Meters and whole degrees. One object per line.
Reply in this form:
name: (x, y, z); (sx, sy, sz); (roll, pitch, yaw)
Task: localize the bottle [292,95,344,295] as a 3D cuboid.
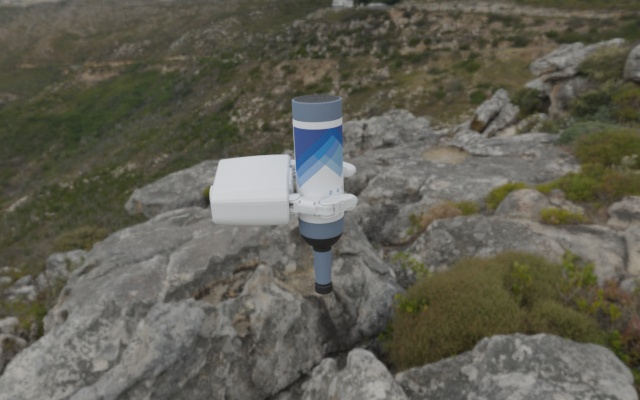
bottle: (0.000, 0.002, 0.686); (0.069, 0.296, 0.069); (-2, 22, 1)
